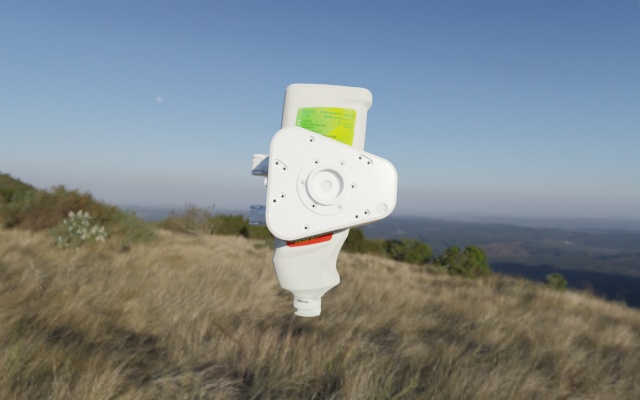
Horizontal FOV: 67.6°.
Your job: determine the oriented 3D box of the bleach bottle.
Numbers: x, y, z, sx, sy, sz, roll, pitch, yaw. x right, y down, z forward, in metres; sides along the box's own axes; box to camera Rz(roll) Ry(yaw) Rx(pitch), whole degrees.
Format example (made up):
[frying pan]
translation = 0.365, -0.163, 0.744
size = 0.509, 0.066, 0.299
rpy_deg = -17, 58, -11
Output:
[bleach bottle]
translation = 0.000, 0.002, 0.537
size = 0.102, 0.251, 0.068
rpy_deg = 3, -2, -3
